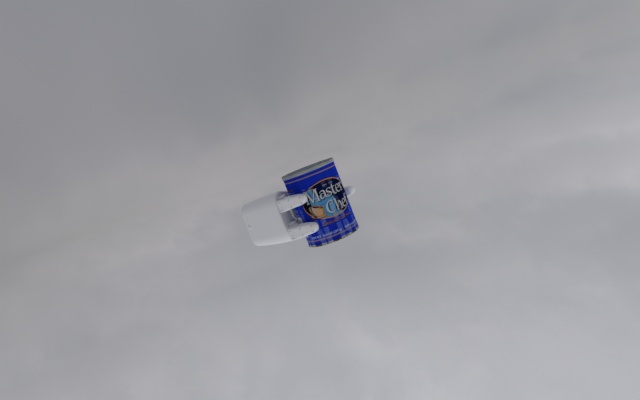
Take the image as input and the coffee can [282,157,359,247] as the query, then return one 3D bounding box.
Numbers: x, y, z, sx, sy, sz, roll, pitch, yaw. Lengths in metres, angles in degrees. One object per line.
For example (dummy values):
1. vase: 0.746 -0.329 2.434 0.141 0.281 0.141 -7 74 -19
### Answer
1. coffee can: 0.000 0.003 0.892 0.103 0.140 0.103 -21 7 3
